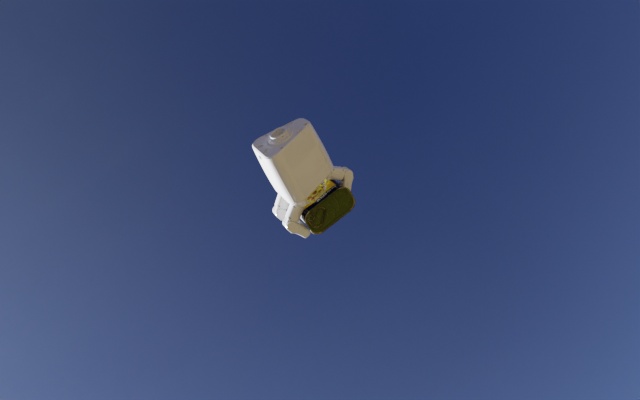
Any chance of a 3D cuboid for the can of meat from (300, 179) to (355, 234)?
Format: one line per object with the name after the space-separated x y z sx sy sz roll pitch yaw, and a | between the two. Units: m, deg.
0.000 0.003 0.900 0.102 0.057 0.084 -38 37 -8 | can of meat
